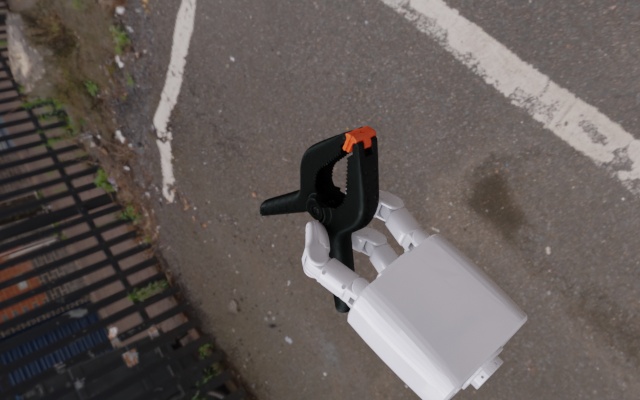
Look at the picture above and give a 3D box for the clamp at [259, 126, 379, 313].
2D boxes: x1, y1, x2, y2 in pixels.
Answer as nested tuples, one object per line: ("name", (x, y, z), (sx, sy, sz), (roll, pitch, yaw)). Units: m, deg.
("clamp", (0.000, 0.002, 0.489), (0.036, 0.210, 0.164), (-26, 57, -36))
